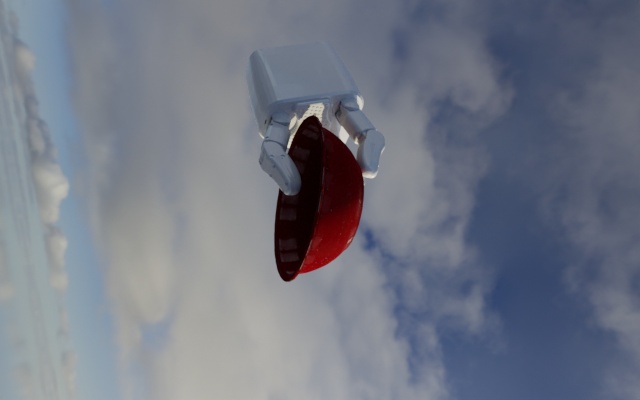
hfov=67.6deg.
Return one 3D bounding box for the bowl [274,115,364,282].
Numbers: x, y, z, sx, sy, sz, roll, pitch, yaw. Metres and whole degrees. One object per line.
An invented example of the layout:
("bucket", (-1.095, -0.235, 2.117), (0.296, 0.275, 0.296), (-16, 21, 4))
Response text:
("bowl", (0.000, 0.003, 0.469), (0.055, 0.162, 0.162), (10, -3, -17))
